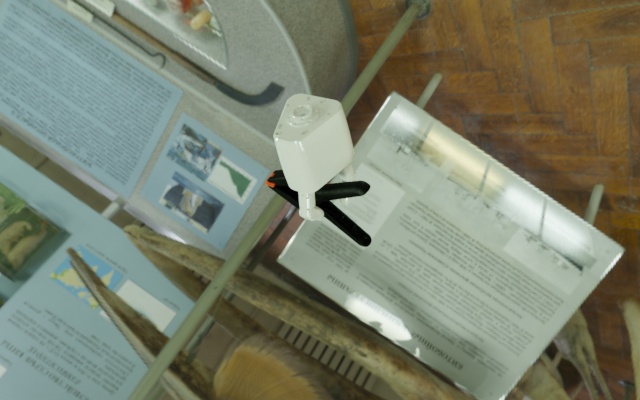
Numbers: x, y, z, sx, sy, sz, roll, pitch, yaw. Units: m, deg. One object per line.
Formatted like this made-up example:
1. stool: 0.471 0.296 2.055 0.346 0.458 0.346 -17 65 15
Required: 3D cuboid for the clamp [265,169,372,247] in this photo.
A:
1. clamp: -0.001 0.003 0.827 0.210 0.036 0.165 18 -35 28
